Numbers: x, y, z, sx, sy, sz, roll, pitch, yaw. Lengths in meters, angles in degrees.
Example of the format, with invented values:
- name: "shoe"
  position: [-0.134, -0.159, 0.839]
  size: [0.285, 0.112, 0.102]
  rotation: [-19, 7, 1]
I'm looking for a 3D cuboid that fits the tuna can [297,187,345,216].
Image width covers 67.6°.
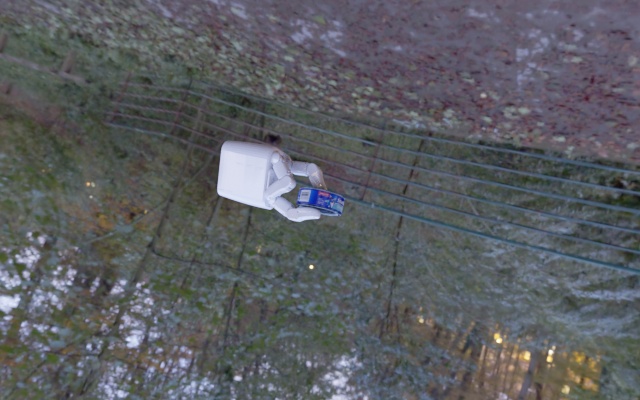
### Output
- name: "tuna can"
  position: [0.000, 0.003, 0.871]
  size: [0.086, 0.033, 0.086]
  rotation: [13, -9, 2]
